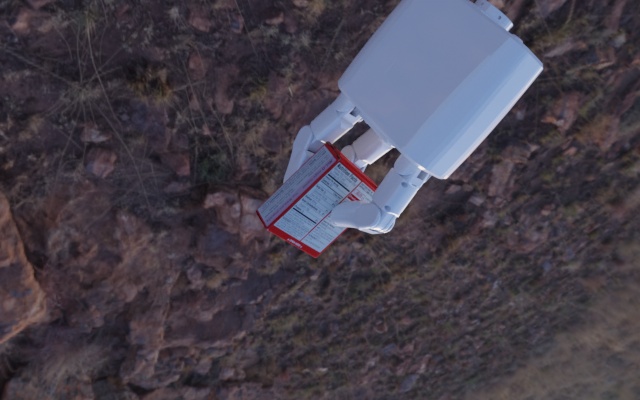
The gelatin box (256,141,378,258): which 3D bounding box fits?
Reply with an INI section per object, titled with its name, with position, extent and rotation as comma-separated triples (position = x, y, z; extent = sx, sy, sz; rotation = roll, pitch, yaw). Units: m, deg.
[gelatin box]
position = 0.000, 0.002, 0.420
extent = 0.073, 0.089, 0.030
rotation = 36, 14, -46
